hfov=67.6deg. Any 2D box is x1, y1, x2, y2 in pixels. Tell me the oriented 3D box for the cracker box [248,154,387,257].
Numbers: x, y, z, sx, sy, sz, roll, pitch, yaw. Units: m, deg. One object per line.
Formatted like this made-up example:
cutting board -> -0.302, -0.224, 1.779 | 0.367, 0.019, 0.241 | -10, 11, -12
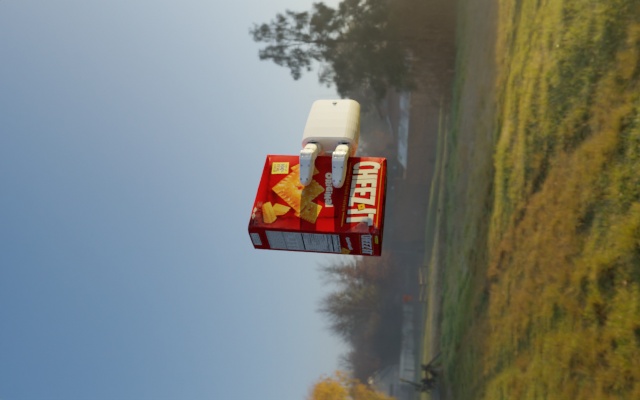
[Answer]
cracker box -> 0.000, 0.003, 0.802 | 0.213, 0.164, 0.072 | 2, -38, 10
